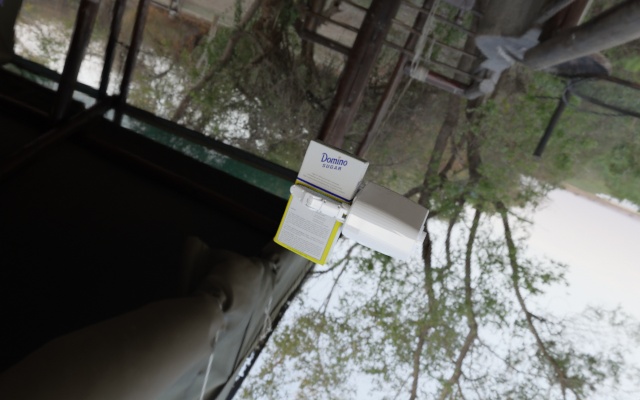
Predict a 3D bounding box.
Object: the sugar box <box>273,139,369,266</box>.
[{"bbox_3d":[0.000,0.003,0.748,0.093,0.176,0.048,25,13,11],"label":"sugar box"}]
